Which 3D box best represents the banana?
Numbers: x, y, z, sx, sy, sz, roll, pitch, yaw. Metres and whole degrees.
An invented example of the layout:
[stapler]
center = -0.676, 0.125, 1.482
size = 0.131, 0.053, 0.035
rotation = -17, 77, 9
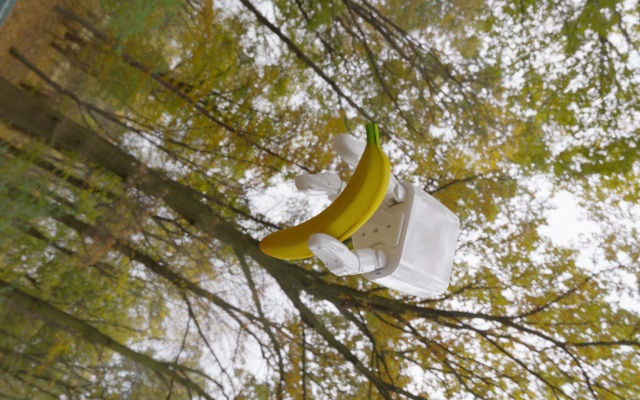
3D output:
[banana]
center = 0.009, 0.013, 0.494
size = 0.037, 0.069, 0.198
rotation = 16, -53, -45
